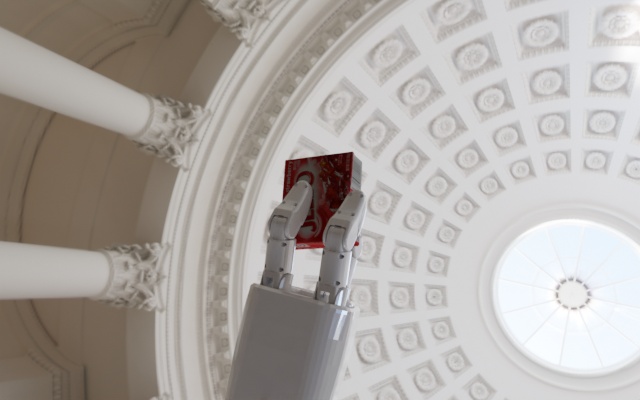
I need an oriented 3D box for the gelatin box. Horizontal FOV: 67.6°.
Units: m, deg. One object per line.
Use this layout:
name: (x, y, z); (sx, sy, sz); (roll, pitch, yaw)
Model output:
gelatin box: (0.000, 0.001, 0.457); (0.073, 0.089, 0.030); (-5, -21, 25)
